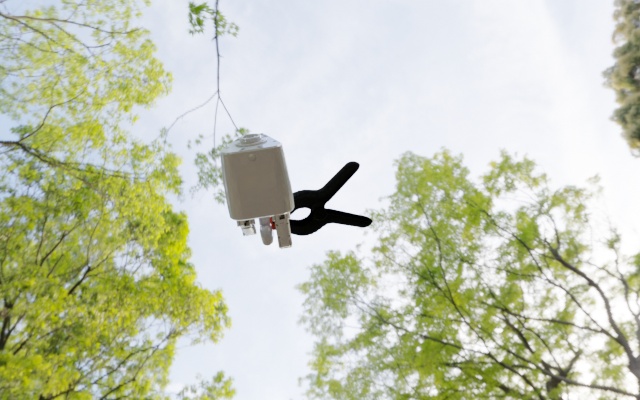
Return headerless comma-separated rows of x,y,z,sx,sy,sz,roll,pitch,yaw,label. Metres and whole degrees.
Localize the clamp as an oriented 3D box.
0.000,0.002,0.779,0.171,0.120,0.039,-11,19,-11,clamp
